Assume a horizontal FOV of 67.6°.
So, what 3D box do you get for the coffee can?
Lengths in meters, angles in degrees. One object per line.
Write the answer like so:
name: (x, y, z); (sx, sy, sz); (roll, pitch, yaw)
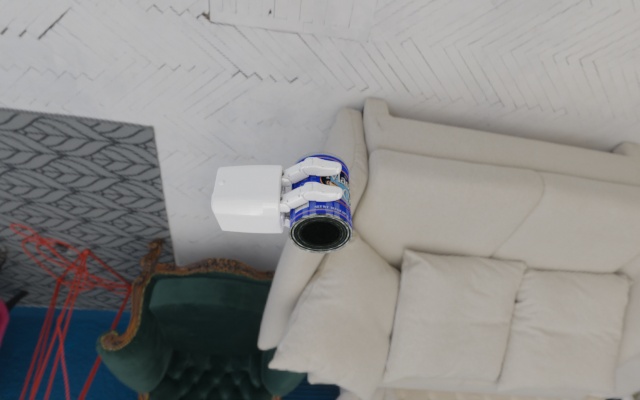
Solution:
coffee can: (0.000, 0.003, 0.804); (0.103, 0.140, 0.103); (0, -41, 0)
